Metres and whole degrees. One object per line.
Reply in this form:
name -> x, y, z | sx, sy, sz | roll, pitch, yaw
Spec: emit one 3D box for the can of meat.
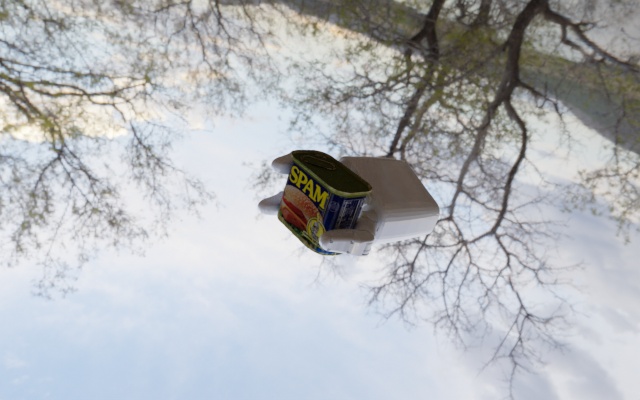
can of meat -> 0.000, 0.002, 0.541 | 0.057, 0.084, 0.102 | -6, 34, -40
